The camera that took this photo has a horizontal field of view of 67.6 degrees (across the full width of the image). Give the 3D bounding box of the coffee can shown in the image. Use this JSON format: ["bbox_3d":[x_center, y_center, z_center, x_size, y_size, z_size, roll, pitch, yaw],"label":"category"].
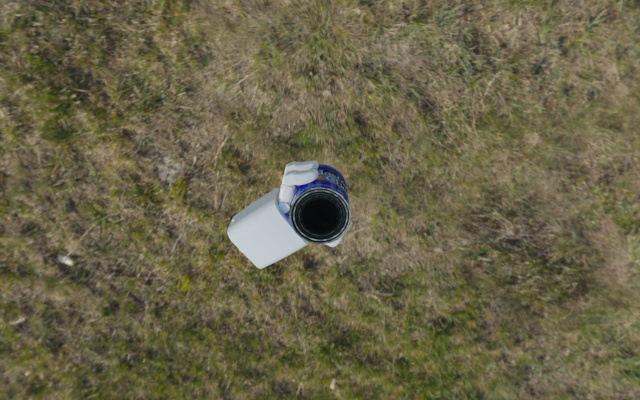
[{"bbox_3d":[0.000,0.003,0.854,0.103,0.103,0.140,0,20,0],"label":"coffee can"}]
